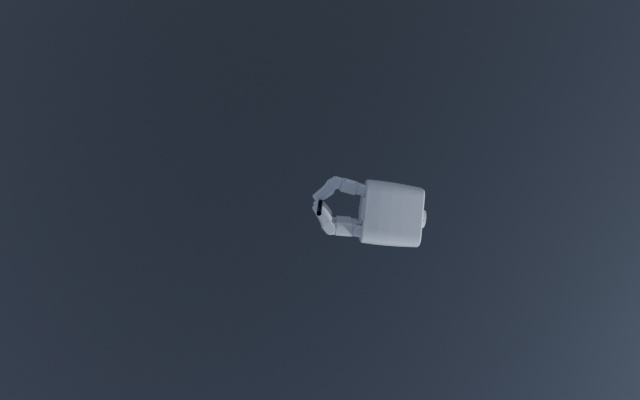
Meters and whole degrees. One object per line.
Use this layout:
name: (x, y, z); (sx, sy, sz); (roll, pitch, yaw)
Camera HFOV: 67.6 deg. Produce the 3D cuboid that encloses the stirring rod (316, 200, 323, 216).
stirring rod: (0.000, 0.003, 0.864); (0.011, 0.011, 0.239); (0, 8, 1)
